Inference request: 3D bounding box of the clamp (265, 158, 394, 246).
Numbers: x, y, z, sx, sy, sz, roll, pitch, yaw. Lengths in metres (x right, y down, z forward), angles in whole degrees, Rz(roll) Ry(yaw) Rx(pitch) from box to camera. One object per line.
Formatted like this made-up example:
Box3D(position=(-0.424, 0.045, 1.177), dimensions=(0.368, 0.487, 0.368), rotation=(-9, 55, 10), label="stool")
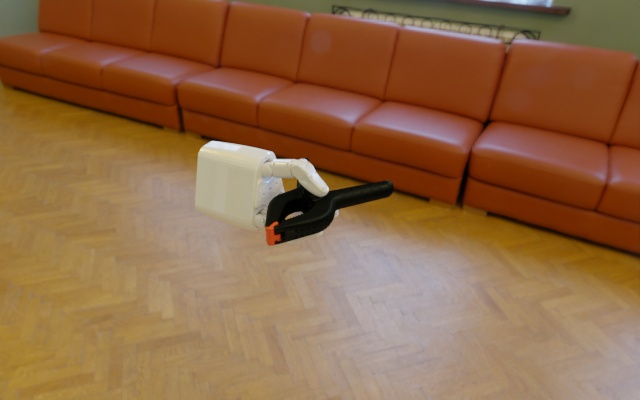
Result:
Box3D(position=(0.000, 0.002, 0.675), dimensions=(0.164, 0.036, 0.210), rotation=(13, 33, 23), label="clamp")
